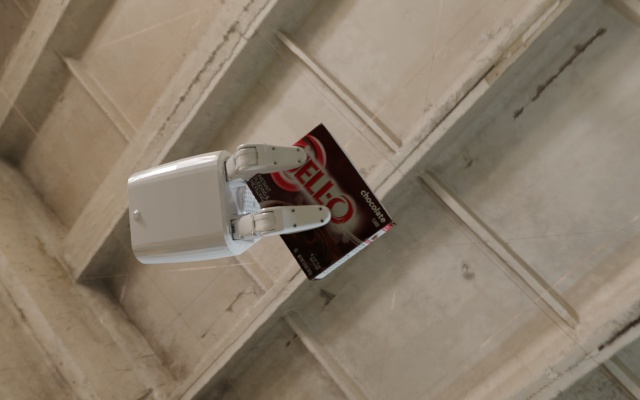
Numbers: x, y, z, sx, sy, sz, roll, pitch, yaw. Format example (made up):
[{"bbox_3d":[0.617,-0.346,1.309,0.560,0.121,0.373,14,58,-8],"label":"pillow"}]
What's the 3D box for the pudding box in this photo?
[{"bbox_3d":[0.000,0.001,0.433,0.090,0.113,0.039,-37,-13,10],"label":"pudding box"}]
